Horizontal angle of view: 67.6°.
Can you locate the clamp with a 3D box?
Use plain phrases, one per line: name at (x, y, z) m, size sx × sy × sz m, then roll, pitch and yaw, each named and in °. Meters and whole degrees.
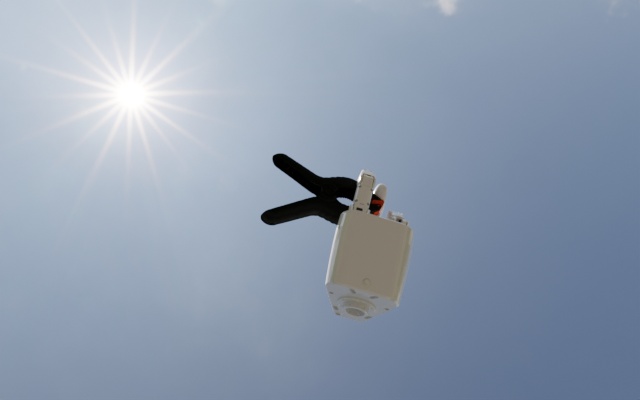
clamp at (0.000, 0.002, 0.662) m, size 0.171 × 0.120 × 0.039 m, roll 17°, pitch -33°, yaw 1°
